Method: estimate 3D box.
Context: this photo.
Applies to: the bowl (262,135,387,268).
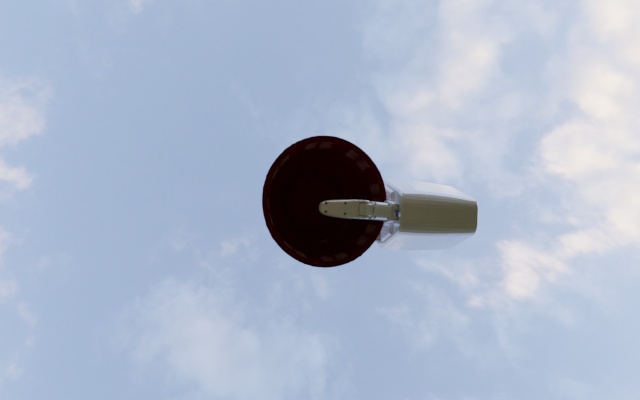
[{"bbox_3d":[-0.001,0.002,0.605,0.162,0.162,0.055,0,-2,-19],"label":"bowl"}]
